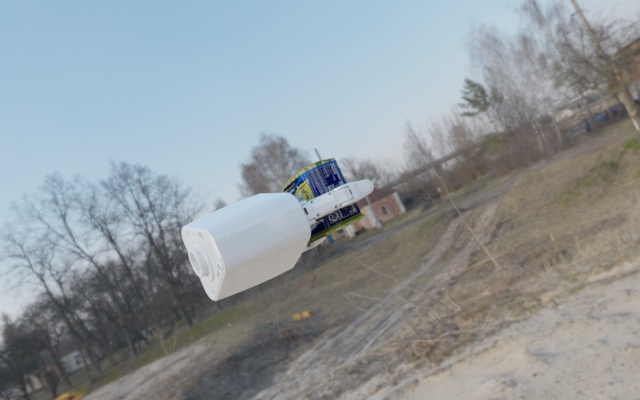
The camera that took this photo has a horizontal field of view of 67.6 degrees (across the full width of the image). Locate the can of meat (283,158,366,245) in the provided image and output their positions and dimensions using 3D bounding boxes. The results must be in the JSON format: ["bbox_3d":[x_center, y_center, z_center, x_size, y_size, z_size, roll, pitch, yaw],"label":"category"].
[{"bbox_3d":[0.000,0.002,0.599,0.057,0.084,0.102,-23,-5,-27],"label":"can of meat"}]
